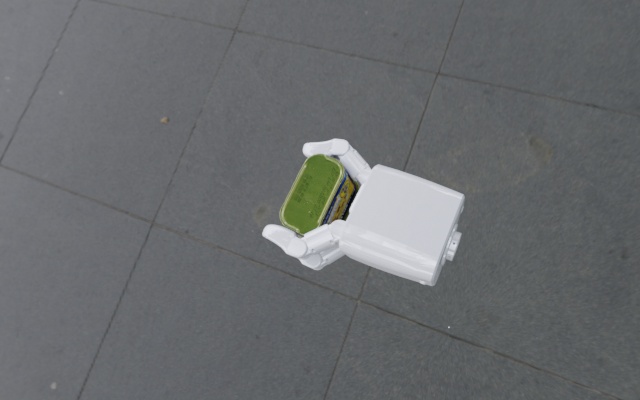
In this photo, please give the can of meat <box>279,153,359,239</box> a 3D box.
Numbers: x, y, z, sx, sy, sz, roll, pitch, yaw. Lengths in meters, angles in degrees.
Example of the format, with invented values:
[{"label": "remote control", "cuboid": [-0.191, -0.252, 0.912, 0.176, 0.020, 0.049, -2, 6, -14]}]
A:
[{"label": "can of meat", "cuboid": [0.000, 0.002, 0.580, 0.057, 0.102, 0.084, 23, -7, 19]}]
